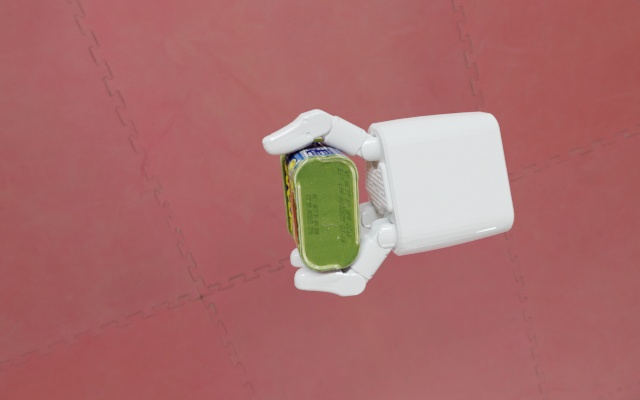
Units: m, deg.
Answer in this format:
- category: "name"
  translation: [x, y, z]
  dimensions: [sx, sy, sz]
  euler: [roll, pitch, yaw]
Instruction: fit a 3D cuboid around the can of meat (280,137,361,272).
- category: "can of meat"
  translation: [0.000, 0.001, 0.418]
  dimensions: [0.057, 0.102, 0.084]
  euler: [-7, 16, -8]
